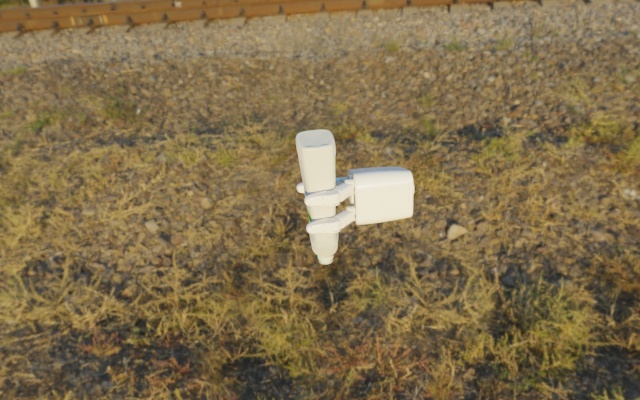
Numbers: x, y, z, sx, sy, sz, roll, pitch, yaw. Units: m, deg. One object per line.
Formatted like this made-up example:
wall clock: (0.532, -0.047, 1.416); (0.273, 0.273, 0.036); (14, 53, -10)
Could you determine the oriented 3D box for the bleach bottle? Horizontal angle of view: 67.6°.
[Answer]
bleach bottle: (0.000, 0.003, 0.889); (0.068, 0.251, 0.102); (-6, 27, -3)
